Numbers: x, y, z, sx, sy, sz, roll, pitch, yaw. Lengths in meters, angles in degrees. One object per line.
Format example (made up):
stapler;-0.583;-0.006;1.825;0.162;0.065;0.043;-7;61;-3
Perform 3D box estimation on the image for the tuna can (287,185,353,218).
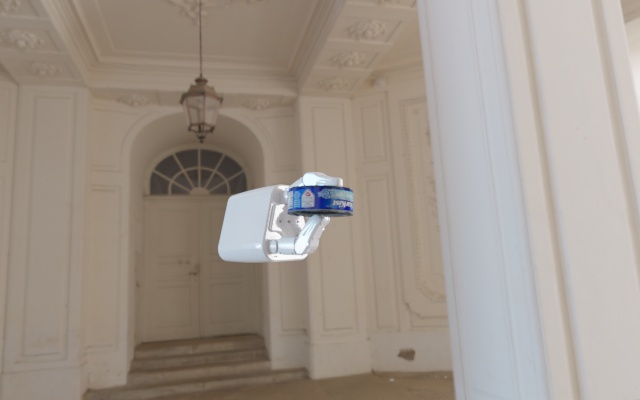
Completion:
tuna can;0.000;0.001;0.619;0.086;0.033;0.086;1;-7;0
